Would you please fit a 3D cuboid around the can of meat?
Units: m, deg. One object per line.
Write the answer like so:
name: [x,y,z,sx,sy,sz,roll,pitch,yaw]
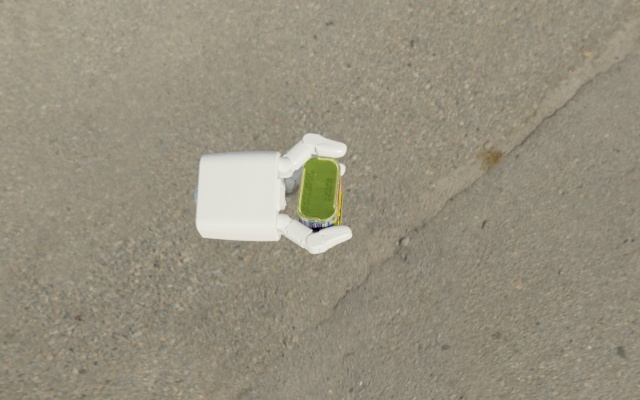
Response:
can of meat: [0.000,0.002,0.654,0.057,0.102,0.084,3,-28,5]
